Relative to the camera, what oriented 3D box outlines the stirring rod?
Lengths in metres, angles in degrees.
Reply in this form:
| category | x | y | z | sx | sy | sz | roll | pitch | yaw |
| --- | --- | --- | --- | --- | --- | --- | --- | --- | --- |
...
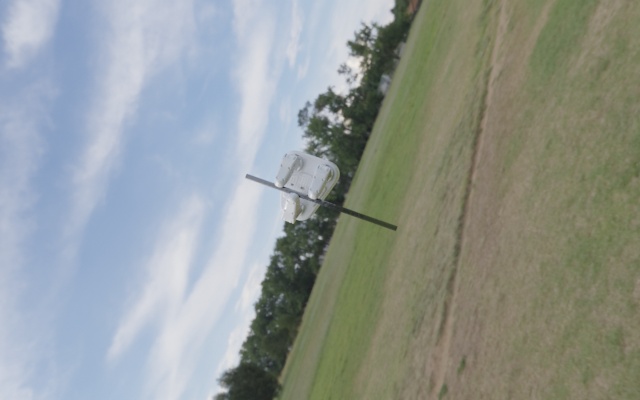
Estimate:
| category | x | y | z | sx | sy | sz | roll | pitch | yaw |
| --- | --- | --- | --- | --- | --- | --- | --- | --- | --- |
| stirring rod | 0.000 | 0.002 | 0.719 | 0.239 | 0.011 | 0.011 | 19 | 1 | 4 |
